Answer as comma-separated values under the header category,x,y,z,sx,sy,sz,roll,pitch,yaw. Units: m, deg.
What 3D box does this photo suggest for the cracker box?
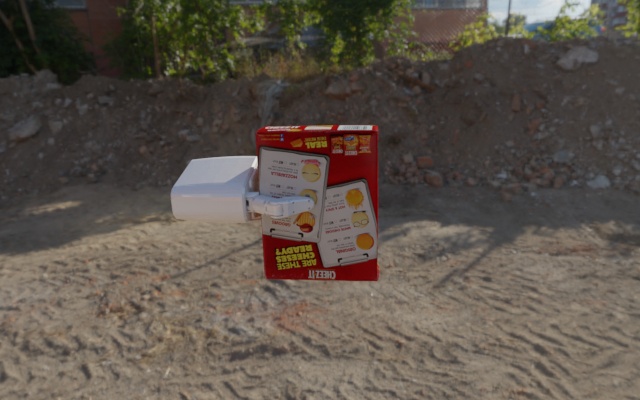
category,x,y,z,sx,sy,sz,roll,pitch,yaw
cracker box,0.000,0.002,0.675,0.164,0.214,0.072,0,17,8
